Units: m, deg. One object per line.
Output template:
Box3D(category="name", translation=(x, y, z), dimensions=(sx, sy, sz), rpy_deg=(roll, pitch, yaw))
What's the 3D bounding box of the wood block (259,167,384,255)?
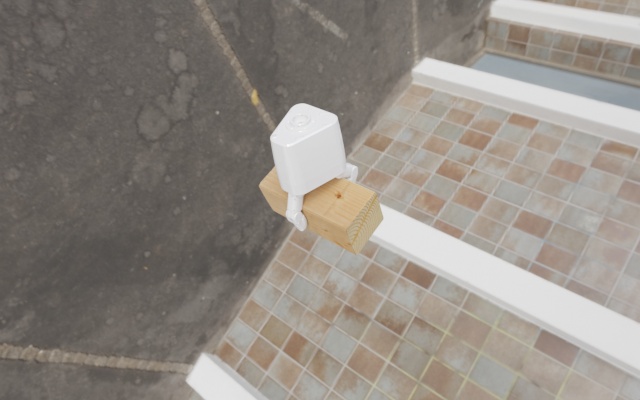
Box3D(category="wood block", translation=(0.000, 0.003, 0.878), dimensions=(0.206, 0.090, 0.090), rpy_deg=(26, -24, 32))
